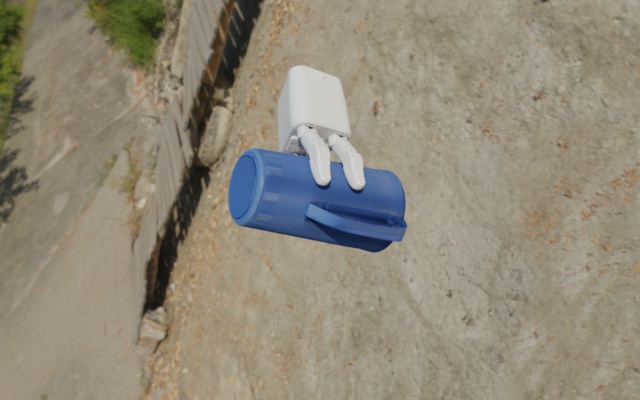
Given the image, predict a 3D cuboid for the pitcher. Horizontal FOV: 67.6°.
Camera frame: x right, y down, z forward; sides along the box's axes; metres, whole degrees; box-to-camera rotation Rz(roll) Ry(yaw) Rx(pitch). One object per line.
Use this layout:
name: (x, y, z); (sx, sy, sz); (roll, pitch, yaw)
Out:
pitcher: (0.000, 0.002, 0.693); (0.243, 0.145, 0.149); (10, -28, -31)
